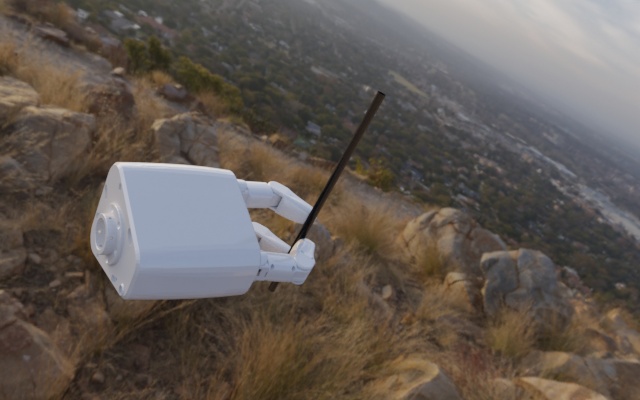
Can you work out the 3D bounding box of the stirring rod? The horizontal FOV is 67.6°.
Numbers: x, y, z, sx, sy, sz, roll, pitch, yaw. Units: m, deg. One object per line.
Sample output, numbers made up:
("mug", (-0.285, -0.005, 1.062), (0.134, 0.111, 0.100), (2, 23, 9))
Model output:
("stirring rod", (0.000, 0.002, 0.467), (0.011, 0.240, 0.011), (24, 26, -12))
